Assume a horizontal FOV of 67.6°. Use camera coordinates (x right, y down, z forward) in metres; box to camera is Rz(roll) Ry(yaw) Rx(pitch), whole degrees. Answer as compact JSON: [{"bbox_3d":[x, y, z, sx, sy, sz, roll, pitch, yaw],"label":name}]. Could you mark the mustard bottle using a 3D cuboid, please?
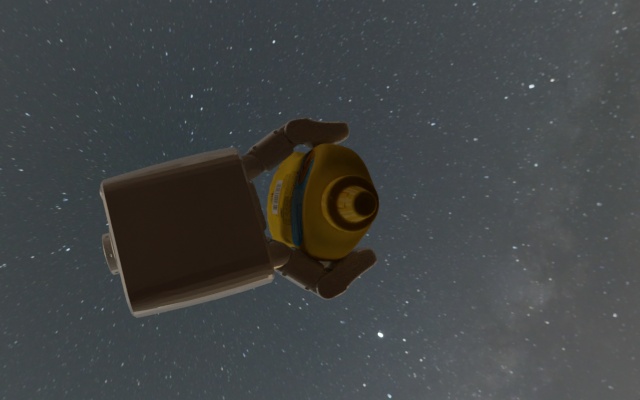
[{"bbox_3d":[0.000,0.001,0.407,0.058,0.096,0.191,11,-3,-17],"label":"mustard bottle"}]
